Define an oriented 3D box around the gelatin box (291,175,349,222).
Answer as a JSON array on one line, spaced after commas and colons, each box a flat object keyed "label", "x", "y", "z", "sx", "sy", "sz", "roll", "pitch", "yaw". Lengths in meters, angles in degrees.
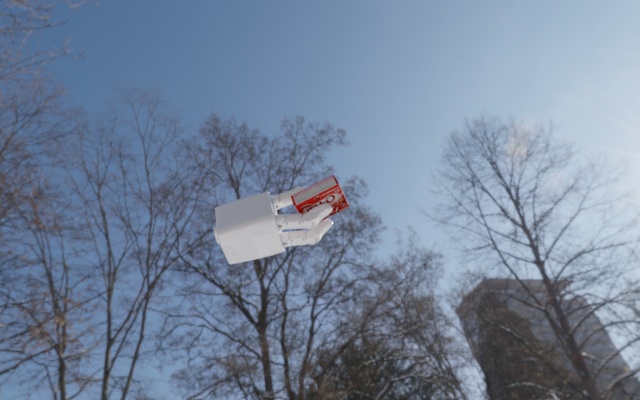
[{"label": "gelatin box", "x": 0.000, "y": 0.002, "z": 0.872, "sx": 0.089, "sy": 0.030, "sz": 0.073, "roll": -27, "pitch": -40, "yaw": 2}]
